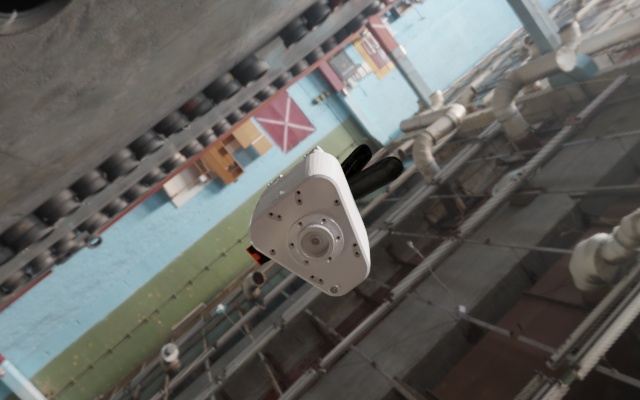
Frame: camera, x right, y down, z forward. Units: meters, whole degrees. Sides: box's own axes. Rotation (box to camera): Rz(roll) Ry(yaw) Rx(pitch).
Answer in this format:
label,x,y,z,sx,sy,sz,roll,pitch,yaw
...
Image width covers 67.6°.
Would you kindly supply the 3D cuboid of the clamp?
label,x,y,z,sx,sy,sz,roll,pitch,yaw
clamp,0.000,0.003,0.586,0.210,0.036,0.164,-37,12,9
